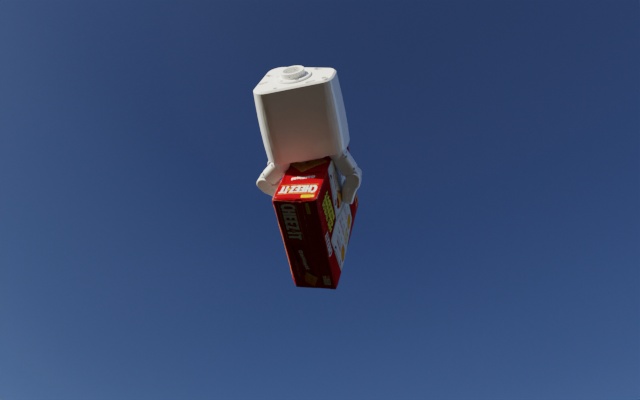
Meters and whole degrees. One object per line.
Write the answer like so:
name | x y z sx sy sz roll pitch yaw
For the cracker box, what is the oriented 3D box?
cracker box | 0.000 0.002 0.734 0.072 0.164 0.213 -1 35 16
